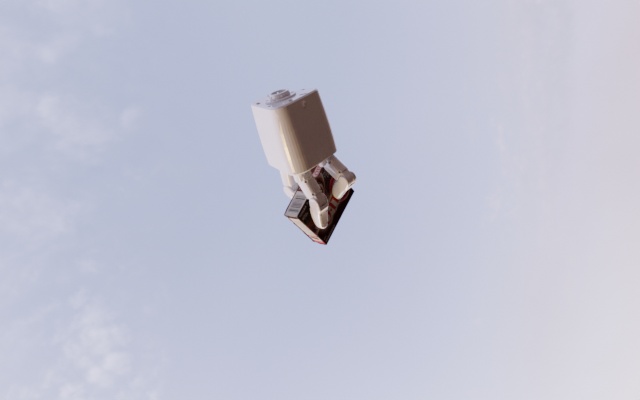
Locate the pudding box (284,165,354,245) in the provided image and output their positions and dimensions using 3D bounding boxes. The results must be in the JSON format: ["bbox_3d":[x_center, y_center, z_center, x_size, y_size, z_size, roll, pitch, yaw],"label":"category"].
[{"bbox_3d":[0.000,0.003,0.790,0.039,0.113,0.090,11,-25,45],"label":"pudding box"}]
